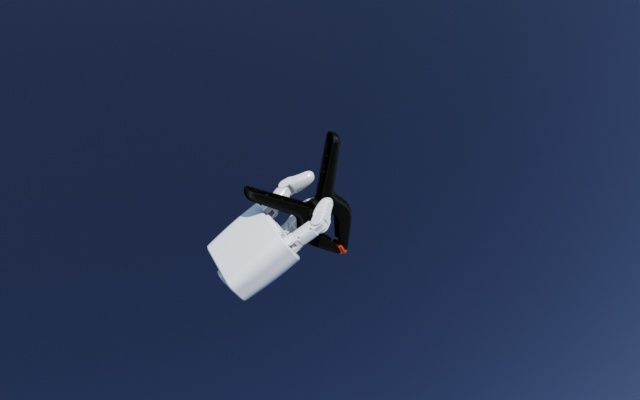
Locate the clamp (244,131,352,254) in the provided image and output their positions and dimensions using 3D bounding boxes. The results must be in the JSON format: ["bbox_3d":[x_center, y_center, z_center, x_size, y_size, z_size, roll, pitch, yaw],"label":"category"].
[{"bbox_3d":[0.001,0.003,0.758,0.164,0.210,0.036,-39,35,-1],"label":"clamp"}]
